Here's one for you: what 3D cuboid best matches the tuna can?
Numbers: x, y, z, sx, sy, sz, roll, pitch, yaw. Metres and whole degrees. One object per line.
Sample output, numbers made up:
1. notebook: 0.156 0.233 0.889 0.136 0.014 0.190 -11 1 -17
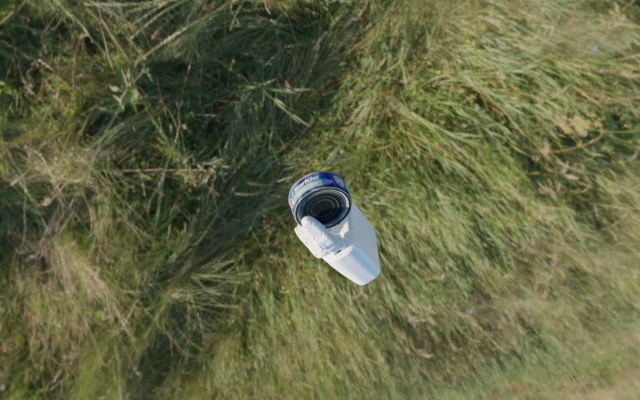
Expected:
1. tuna can: 0.000 0.003 0.672 0.086 0.086 0.033 0 41 -18
